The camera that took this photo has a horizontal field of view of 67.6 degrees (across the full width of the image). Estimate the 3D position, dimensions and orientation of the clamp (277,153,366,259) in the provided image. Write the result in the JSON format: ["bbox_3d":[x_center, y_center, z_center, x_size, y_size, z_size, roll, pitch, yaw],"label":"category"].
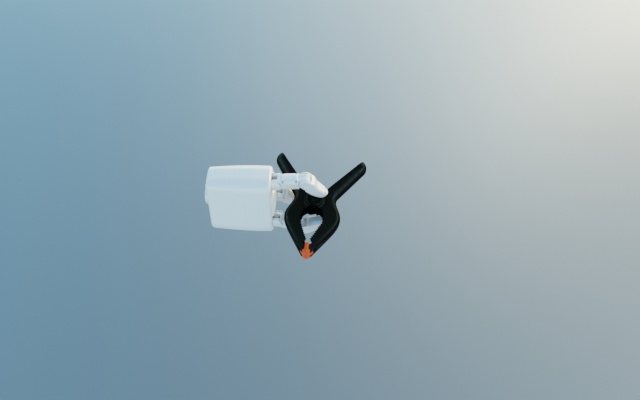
[{"bbox_3d":[0.000,0.003,0.827,0.164,0.209,0.036,1,-34,1],"label":"clamp"}]
